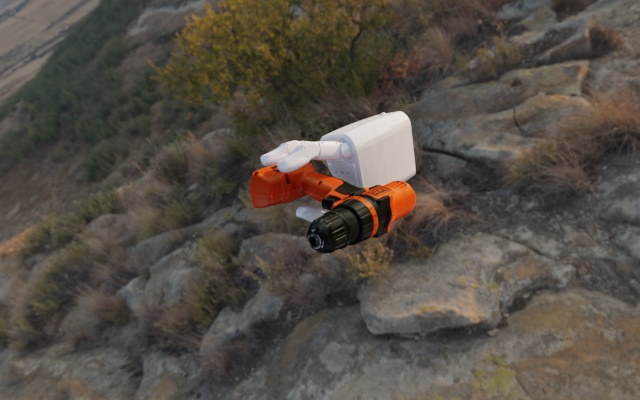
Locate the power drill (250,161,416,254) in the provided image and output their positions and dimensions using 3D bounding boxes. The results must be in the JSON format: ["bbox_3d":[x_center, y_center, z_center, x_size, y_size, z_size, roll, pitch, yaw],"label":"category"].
[{"bbox_3d":[0.000,0.002,0.600,0.187,0.057,0.184,20,26,36],"label":"power drill"}]
